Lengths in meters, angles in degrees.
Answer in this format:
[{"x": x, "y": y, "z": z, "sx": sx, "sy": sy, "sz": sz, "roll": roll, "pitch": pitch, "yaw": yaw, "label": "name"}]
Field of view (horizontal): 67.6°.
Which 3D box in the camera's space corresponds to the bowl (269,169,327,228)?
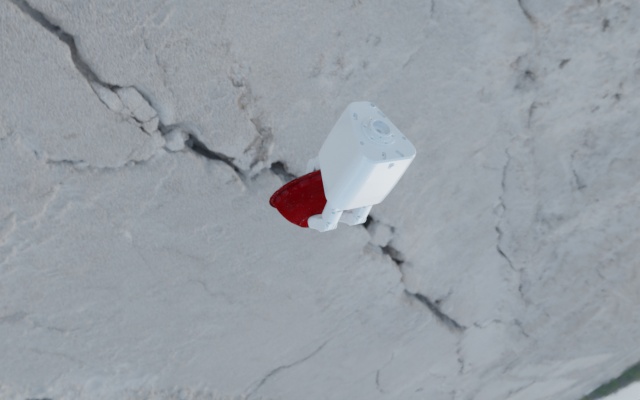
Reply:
[{"x": 0.000, "y": 0.003, "z": 0.785, "sx": 0.162, "sy": 0.055, "sz": 0.162, "roll": -18, "pitch": -16, "yaw": -5, "label": "bowl"}]
